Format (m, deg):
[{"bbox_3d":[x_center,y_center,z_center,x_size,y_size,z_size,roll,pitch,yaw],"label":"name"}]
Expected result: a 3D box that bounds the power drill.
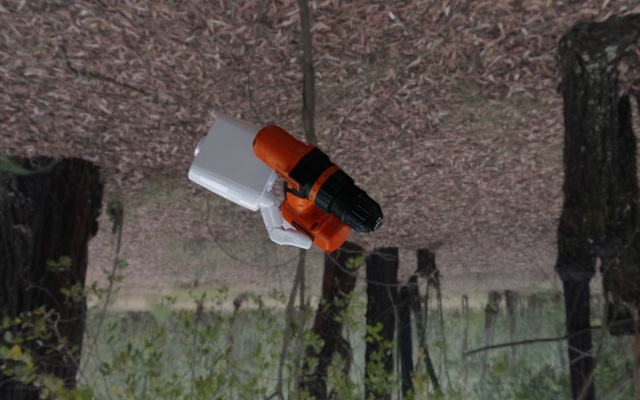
[{"bbox_3d":[0.000,0.002,0.616,0.184,0.057,0.188,40,-18,18],"label":"power drill"}]
